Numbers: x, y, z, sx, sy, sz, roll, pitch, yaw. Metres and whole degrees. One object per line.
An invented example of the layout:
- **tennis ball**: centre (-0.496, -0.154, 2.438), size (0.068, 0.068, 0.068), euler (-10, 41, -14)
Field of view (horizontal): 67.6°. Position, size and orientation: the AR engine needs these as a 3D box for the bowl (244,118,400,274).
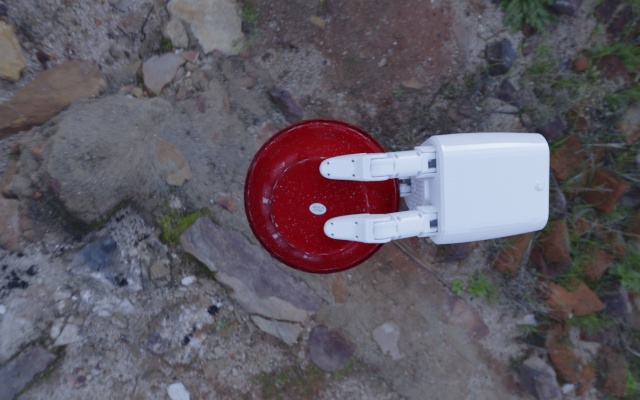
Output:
- **bowl**: centre (-0.001, 0.002, 0.465), size (0.162, 0.162, 0.055), euler (0, 9, 2)
